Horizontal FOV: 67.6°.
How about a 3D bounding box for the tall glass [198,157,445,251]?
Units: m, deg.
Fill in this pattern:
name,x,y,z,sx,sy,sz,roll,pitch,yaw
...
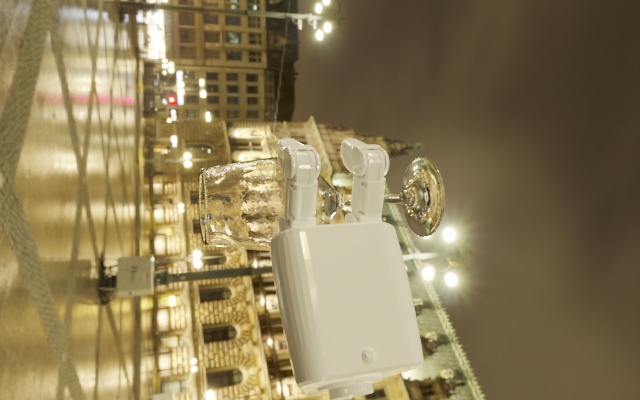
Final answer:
name,x,y,z,sx,sy,sz,roll,pitch,yaw
tall glass,0.001,0.001,0.411,0.201,0.079,0.079,-2,1,-18
